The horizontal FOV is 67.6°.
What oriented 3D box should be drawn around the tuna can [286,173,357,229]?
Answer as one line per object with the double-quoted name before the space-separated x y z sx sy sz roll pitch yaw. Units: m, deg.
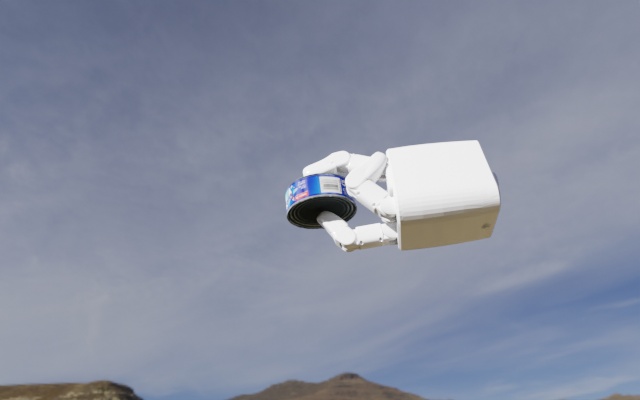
"tuna can" 0.000 0.001 0.585 0.086 0.033 0.086 -5 -29 -3
